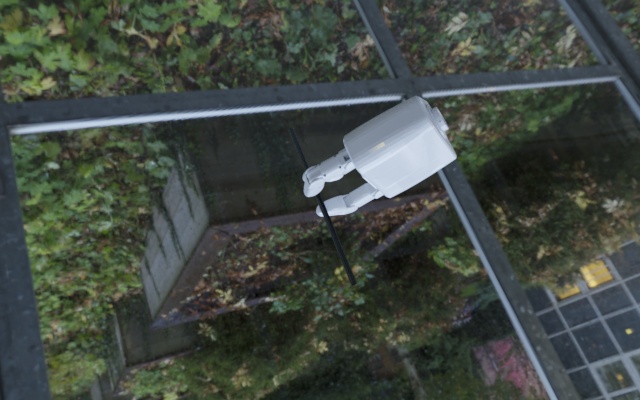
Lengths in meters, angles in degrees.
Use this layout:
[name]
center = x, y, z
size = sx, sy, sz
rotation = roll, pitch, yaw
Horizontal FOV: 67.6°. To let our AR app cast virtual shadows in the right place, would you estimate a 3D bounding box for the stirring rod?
[stirring rod]
center = 0.000, 0.002, 0.650
size = 0.011, 0.239, 0.011
rotation = -20, -20, -7
